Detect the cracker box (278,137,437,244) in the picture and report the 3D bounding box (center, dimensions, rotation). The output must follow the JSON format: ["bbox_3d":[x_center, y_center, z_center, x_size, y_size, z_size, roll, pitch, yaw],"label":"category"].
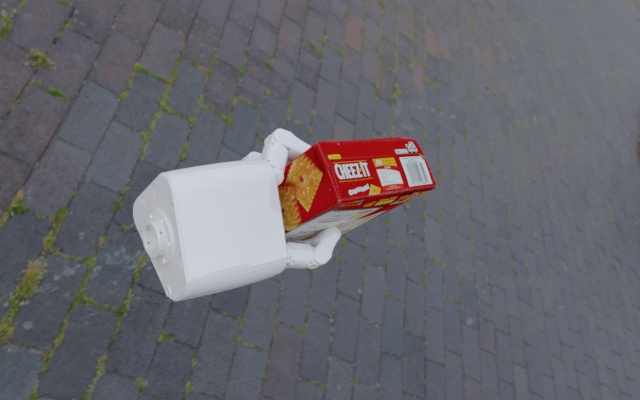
[{"bbox_3d":[0.000,0.002,0.565,0.164,0.072,0.214,-9,-15,-43],"label":"cracker box"}]
